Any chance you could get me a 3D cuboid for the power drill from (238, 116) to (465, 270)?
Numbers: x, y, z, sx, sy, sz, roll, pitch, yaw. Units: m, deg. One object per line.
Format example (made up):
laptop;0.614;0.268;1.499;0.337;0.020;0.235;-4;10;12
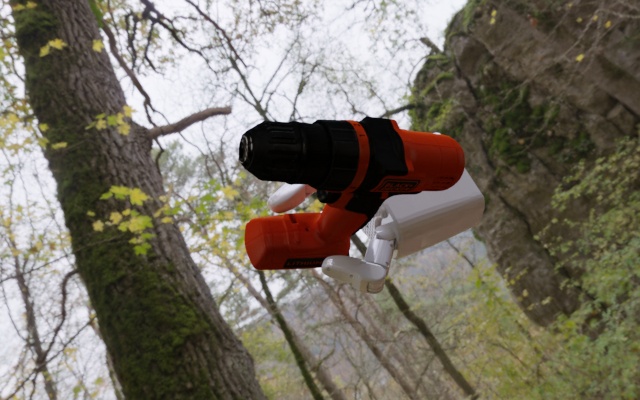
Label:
power drill;0.000;0.001;0.401;0.184;0.057;0.188;2;-28;-28
